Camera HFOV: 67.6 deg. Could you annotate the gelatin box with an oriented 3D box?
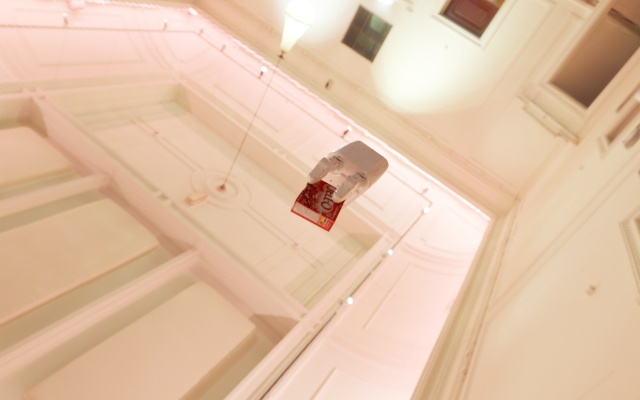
[{"bbox_3d":[0.000,0.003,0.800,0.073,0.030,0.089,29,38,1],"label":"gelatin box"}]
